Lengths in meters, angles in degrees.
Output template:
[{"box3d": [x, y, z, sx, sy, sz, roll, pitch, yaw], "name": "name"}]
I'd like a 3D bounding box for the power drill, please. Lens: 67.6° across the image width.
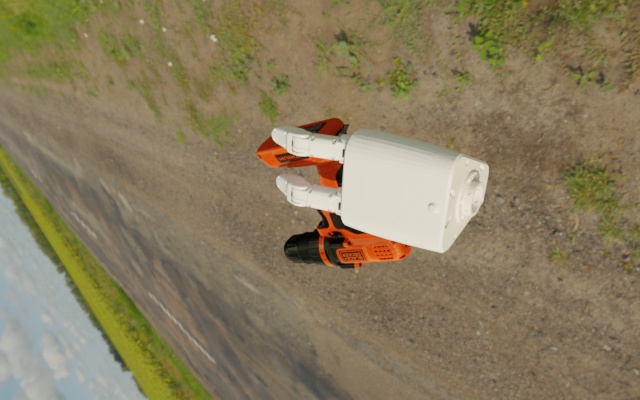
[{"box3d": [0.000, 0.002, 0.579, 0.184, 0.188, 0.057, -9, 32, 34], "name": "power drill"}]
